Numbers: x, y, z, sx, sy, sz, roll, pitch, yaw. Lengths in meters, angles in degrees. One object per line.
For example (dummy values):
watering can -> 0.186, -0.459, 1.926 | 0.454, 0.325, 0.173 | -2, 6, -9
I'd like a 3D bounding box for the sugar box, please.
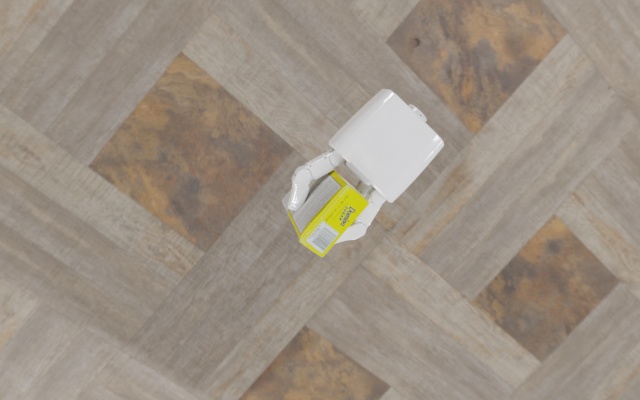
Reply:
sugar box -> 0.001, 0.002, 0.661 | 0.048, 0.093, 0.176 | 40, 6, -17
